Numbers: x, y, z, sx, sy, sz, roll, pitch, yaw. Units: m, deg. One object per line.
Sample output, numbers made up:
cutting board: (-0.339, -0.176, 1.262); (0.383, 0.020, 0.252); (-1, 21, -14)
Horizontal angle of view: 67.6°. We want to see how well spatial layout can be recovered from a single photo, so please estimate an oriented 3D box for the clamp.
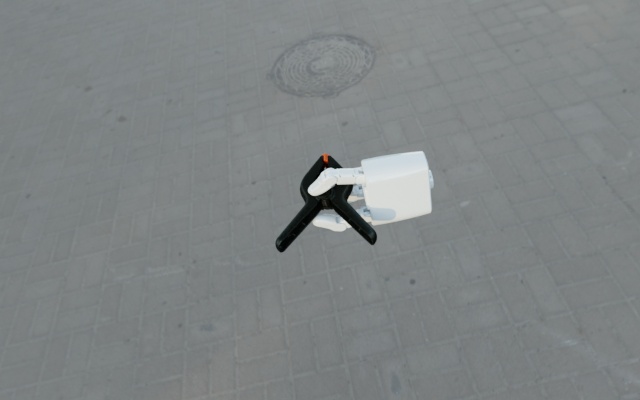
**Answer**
clamp: (0.000, 0.002, 0.825); (0.164, 0.209, 0.036); (-10, -41, 3)
